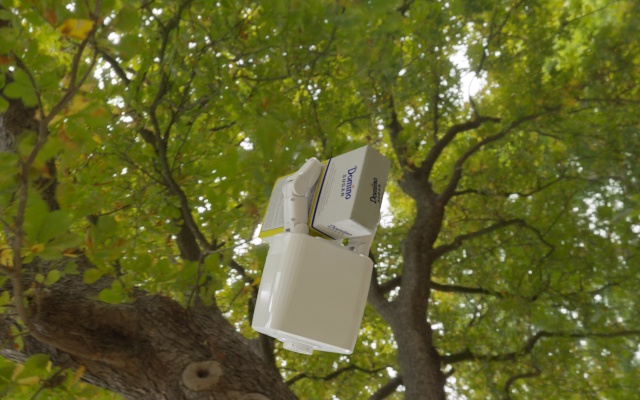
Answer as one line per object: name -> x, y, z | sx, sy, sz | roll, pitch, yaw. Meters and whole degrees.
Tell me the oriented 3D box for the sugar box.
sugar box -> 0.000, 0.002, 0.570 | 0.048, 0.093, 0.176 | 32, -28, -33
